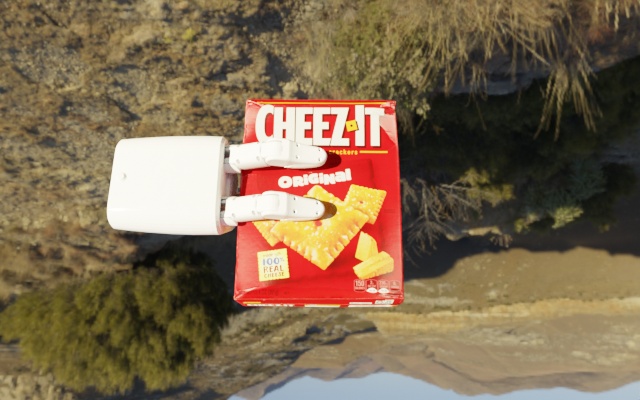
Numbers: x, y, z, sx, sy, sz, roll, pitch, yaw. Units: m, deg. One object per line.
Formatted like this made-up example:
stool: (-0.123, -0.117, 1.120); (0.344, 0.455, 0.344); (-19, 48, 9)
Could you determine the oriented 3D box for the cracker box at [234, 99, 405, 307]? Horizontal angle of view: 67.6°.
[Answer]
cracker box: (0.000, 0.002, 0.502); (0.164, 0.213, 0.072); (1, -17, 0)
